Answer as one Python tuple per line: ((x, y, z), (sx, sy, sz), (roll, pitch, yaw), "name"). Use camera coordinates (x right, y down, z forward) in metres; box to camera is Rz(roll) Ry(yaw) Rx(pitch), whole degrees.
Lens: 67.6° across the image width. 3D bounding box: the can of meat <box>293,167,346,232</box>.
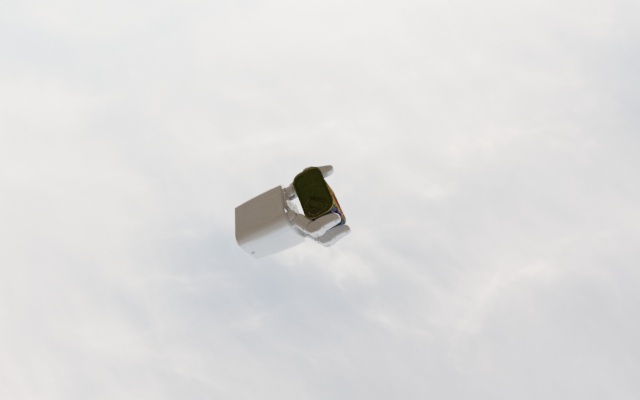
((0.000, 0.003, 0.876), (0.057, 0.102, 0.084), (-27, -34, 8), "can of meat")
